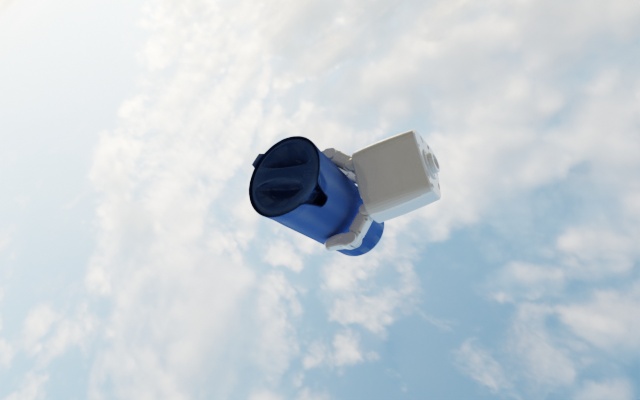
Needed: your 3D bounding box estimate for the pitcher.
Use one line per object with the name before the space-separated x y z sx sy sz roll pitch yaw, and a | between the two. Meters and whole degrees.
pitcher | 0.000 0.003 0.794 0.145 0.149 0.243 -22 -34 26
